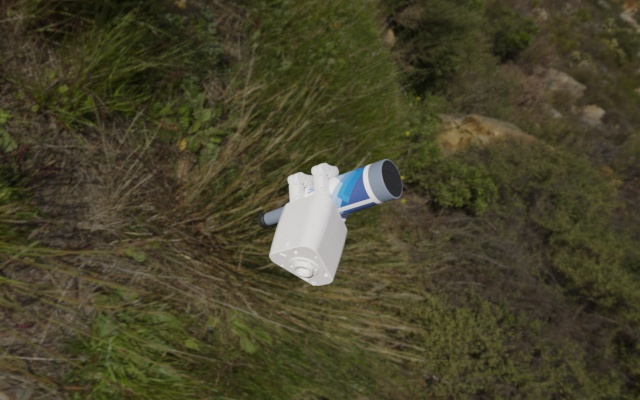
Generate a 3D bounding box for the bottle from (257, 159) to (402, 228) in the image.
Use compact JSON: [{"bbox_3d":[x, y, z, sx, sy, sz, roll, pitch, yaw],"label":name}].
[{"bbox_3d":[0.000,0.003,0.847,0.296,0.069,0.069,-18,-11,35],"label":"bottle"}]
